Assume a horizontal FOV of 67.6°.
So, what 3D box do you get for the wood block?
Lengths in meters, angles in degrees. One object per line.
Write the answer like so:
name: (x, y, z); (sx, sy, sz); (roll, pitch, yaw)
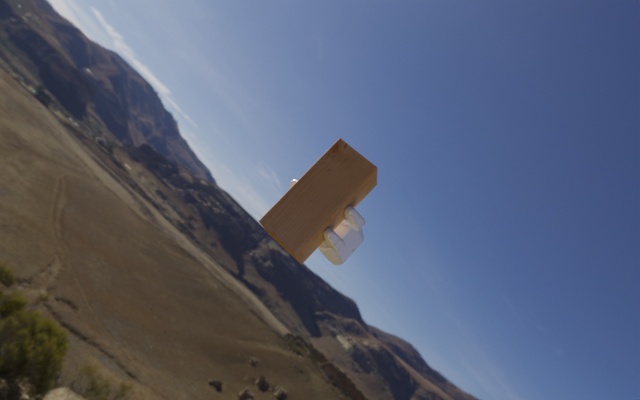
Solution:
wood block: (0.000, 0.003, 0.856); (0.091, 0.206, 0.090); (40, -10, 17)
